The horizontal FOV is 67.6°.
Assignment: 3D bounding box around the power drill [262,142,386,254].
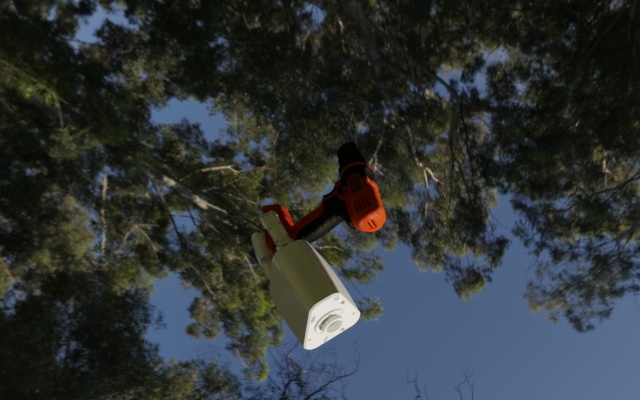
[{"bbox_3d":[0.000,0.003,0.745,0.188,0.184,0.057,-29,-51,15],"label":"power drill"}]
